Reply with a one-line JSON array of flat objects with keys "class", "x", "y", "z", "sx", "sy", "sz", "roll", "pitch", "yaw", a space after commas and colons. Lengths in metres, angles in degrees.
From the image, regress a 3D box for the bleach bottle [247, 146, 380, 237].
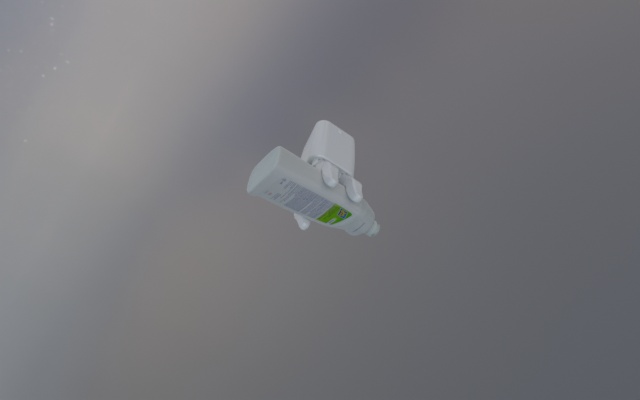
[{"class": "bleach bottle", "x": 0.000, "y": 0.003, "z": 0.860, "sx": 0.251, "sy": 0.068, "sz": 0.102, "roll": 31, "pitch": -45, "yaw": -25}]
